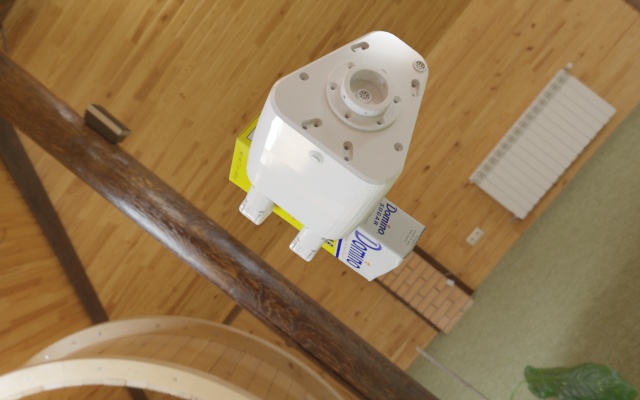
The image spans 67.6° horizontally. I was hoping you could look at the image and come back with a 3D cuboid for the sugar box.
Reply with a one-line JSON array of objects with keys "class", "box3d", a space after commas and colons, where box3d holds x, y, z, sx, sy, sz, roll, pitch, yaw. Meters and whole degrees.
[{"class": "sugar box", "box3d": [0.000, 0.002, 0.444, 0.176, 0.048, 0.093, 38, -25, 2]}]
